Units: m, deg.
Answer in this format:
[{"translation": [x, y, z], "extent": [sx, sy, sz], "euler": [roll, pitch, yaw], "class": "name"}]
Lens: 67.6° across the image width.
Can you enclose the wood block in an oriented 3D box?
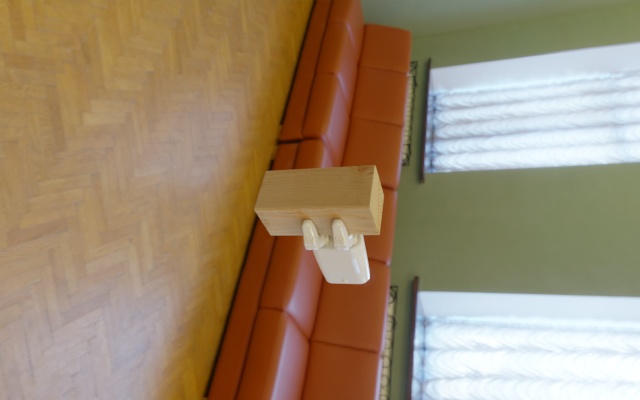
[{"translation": [0.000, 0.003, 0.853], "extent": [0.206, 0.090, 0.090], "euler": [-2, -37, 19], "class": "wood block"}]
